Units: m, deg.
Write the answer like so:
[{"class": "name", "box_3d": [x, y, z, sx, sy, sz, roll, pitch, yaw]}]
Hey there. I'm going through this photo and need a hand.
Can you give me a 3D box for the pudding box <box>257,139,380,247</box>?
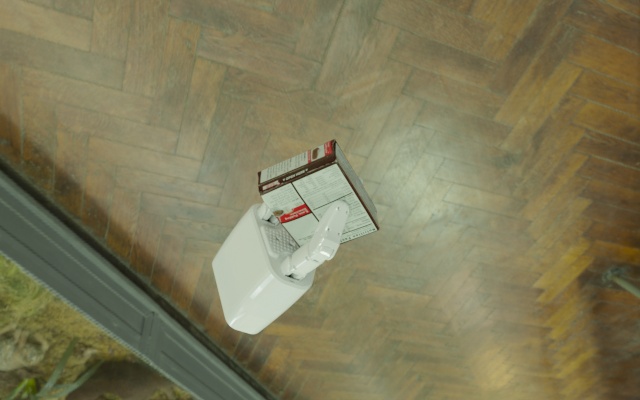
[{"class": "pudding box", "box_3d": [0.000, 0.002, 0.499, 0.090, 0.039, 0.114, -22, -48, 15]}]
